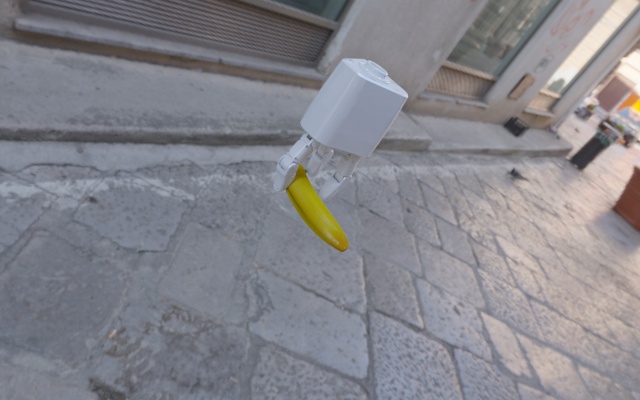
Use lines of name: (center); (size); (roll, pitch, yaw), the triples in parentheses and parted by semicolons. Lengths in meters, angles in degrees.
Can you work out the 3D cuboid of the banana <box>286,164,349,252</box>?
banana: (-0.016, -0.005, 0.694); (0.069, 0.037, 0.197); (18, 29, -34)
